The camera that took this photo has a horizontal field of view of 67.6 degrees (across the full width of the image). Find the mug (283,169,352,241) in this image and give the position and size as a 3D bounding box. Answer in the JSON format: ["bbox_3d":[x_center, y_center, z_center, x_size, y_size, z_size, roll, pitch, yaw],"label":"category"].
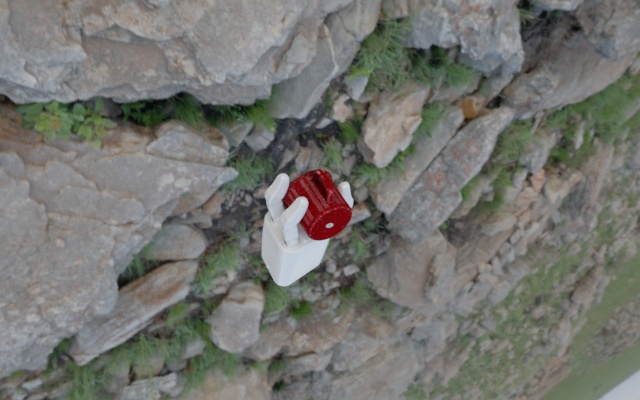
[{"bbox_3d":[0.001,0.002,0.764,0.093,0.081,0.117,-16,-37,-26],"label":"mug"}]
